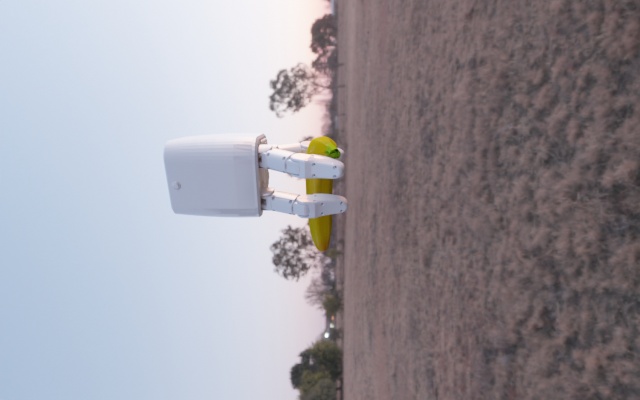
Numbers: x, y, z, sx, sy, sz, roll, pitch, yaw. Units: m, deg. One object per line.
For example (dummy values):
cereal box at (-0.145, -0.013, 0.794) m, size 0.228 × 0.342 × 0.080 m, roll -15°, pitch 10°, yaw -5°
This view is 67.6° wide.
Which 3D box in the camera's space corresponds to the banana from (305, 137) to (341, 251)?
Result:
banana at (0.000, -0.015, 0.605) m, size 0.037 × 0.069 × 0.198 m, roll -1°, pitch -39°, yaw -3°
